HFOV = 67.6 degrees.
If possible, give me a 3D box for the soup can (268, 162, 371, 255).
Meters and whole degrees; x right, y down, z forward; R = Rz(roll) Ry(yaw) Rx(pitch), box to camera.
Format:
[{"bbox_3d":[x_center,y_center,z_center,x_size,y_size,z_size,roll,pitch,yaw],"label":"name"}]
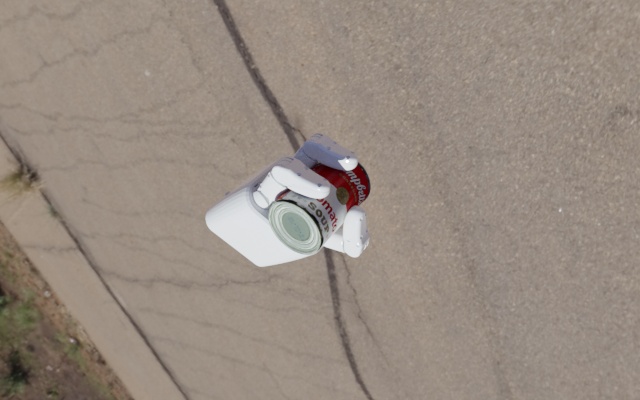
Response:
[{"bbox_3d":[0.000,0.002,0.510,0.068,0.068,0.102,0,32,39],"label":"soup can"}]
